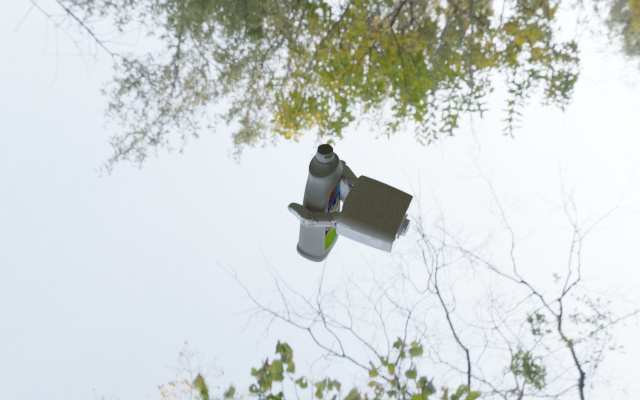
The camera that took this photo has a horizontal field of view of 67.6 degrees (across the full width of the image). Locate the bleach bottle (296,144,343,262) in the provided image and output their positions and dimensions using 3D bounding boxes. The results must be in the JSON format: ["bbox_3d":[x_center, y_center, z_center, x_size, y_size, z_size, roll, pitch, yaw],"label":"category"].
[{"bbox_3d":[0.000,0.003,0.889,0.068,0.251,0.102,23,51,17],"label":"bleach bottle"}]
